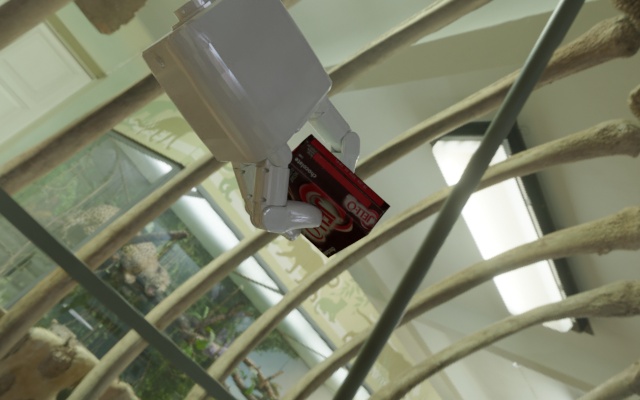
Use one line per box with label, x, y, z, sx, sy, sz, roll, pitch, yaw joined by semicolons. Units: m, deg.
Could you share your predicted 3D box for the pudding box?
pudding box;0.000;0.001;0.427;0.090;0.039;0.113;43;-21;0
